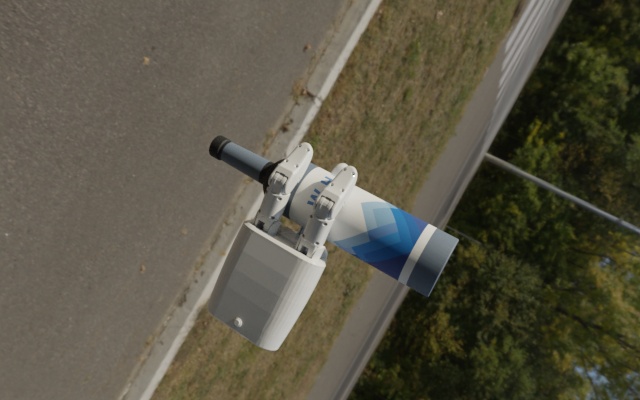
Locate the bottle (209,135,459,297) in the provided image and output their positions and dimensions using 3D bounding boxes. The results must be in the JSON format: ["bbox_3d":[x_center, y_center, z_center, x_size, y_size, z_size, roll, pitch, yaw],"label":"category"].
[{"bbox_3d":[0.000,0.002,0.524,0.295,0.069,0.069,28,9,17],"label":"bottle"}]
